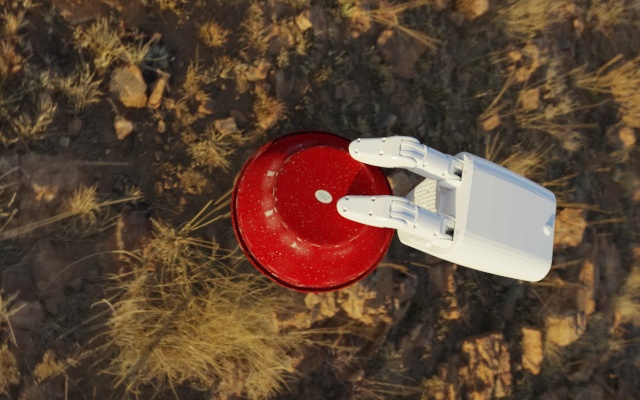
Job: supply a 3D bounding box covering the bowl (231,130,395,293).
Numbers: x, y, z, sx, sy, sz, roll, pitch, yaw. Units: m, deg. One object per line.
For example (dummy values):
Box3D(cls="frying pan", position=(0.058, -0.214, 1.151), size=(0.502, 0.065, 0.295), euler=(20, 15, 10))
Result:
Box3D(cls="bowl", position=(-0.001, 0.001, 0.436), size=(0.162, 0.162, 0.055), euler=(0, -14, -10))
